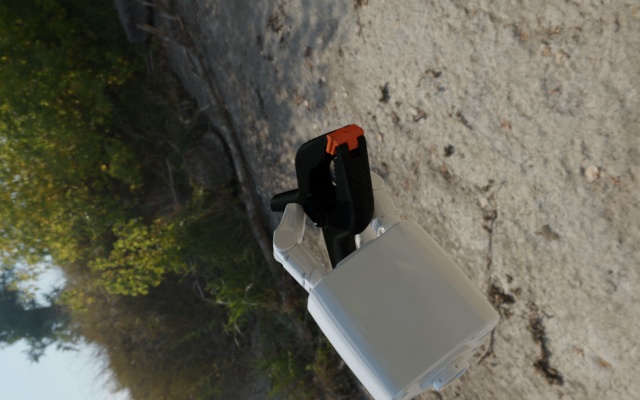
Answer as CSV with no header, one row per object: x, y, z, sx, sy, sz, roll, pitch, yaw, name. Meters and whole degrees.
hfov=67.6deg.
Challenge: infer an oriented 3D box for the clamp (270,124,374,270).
0.000,0.002,0.454,0.036,0.210,0.164,-28,57,-25,clamp
